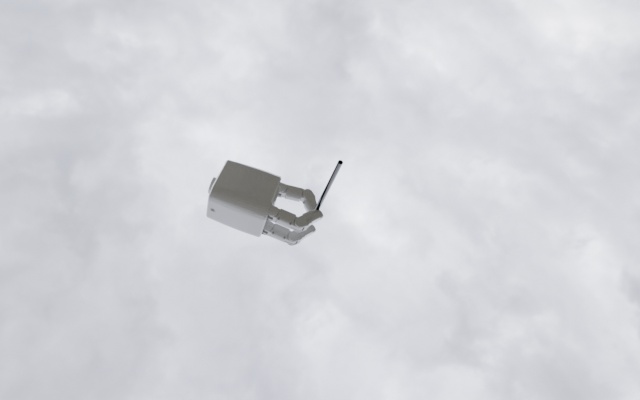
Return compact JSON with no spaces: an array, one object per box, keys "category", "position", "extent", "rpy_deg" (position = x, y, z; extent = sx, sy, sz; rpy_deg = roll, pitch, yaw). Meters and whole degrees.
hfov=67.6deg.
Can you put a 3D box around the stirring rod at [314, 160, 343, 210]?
[{"category":"stirring rod","position":[0.000,0.003,0.826],"extent":[0.011,0.011,0.240],"rpy_deg":[0,-30,-17]}]
